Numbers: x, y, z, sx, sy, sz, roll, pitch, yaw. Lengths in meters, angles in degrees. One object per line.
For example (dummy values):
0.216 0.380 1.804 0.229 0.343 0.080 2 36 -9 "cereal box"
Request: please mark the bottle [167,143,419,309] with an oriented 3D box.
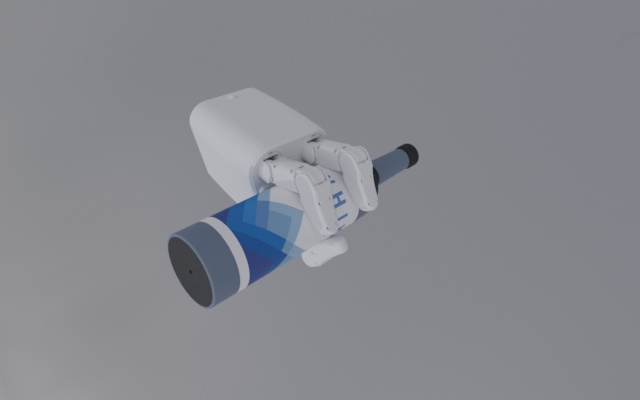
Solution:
0.000 0.002 0.465 0.295 0.069 0.069 -28 18 -37 "bottle"
